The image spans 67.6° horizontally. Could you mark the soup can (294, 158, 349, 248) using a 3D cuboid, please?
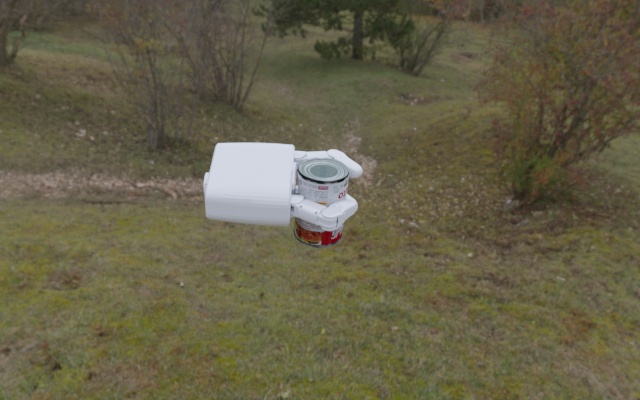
[{"bbox_3d":[0.001,0.002,0.635,0.068,0.102,0.068,3,32,-2],"label":"soup can"}]
